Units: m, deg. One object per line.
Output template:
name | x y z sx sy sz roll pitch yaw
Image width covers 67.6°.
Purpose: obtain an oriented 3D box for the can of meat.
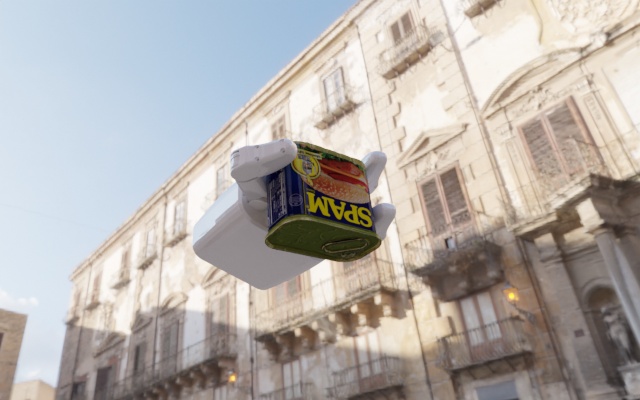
can of meat | 0.000 0.001 0.429 0.102 0.084 0.057 16 -37 -32
